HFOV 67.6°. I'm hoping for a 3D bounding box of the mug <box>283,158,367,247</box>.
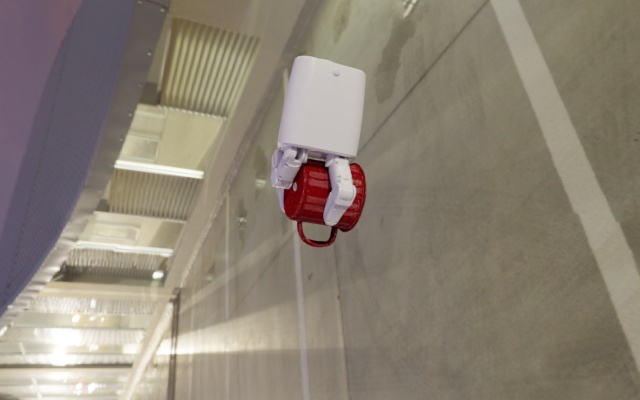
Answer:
[{"bbox_3d":[0.000,0.003,0.618,0.081,0.117,0.093,9,-1,-22],"label":"mug"}]
